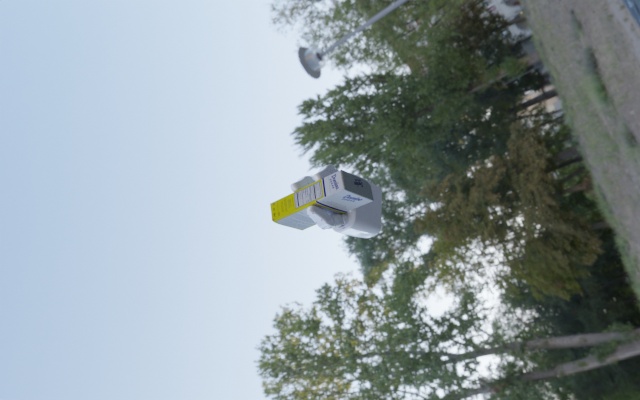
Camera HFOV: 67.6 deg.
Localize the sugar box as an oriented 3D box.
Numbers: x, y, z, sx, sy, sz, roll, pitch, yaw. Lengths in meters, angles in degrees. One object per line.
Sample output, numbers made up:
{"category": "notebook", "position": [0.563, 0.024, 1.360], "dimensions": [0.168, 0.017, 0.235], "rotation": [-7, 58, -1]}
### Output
{"category": "sugar box", "position": [0.000, 0.002, 0.890], "dimensions": [0.176, 0.048, 0.093], "rotation": [-26, -28, 32]}
